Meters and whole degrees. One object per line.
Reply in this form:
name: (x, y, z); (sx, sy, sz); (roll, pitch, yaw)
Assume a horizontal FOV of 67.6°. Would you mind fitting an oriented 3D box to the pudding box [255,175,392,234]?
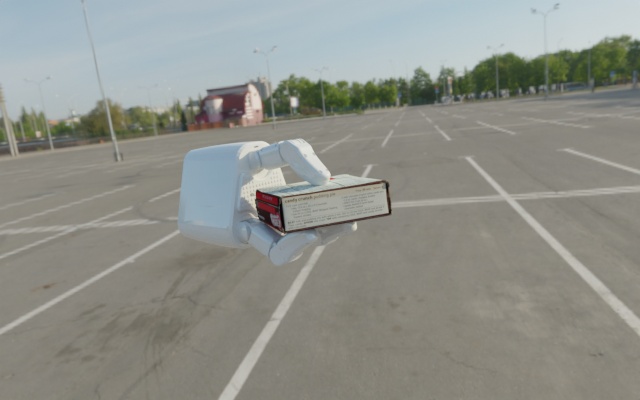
pudding box: (0.000, 0.001, 0.475); (0.113, 0.039, 0.090); (-11, 10, -20)
